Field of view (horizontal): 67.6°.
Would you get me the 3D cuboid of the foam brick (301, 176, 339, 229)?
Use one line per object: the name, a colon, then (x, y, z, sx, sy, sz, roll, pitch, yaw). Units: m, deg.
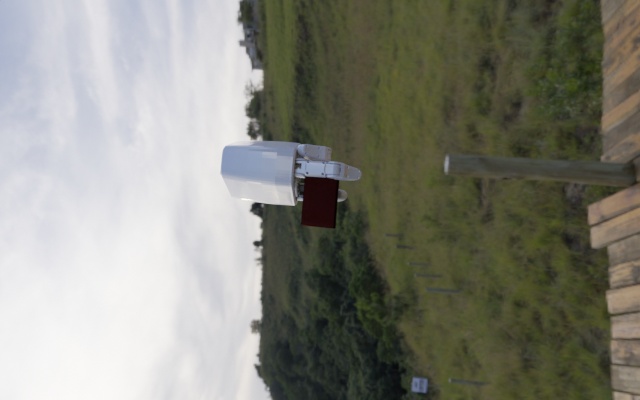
foam brick: (0.000, 0.003, 0.719, 0.051, 0.078, 0.053, 4, -5, 1)
